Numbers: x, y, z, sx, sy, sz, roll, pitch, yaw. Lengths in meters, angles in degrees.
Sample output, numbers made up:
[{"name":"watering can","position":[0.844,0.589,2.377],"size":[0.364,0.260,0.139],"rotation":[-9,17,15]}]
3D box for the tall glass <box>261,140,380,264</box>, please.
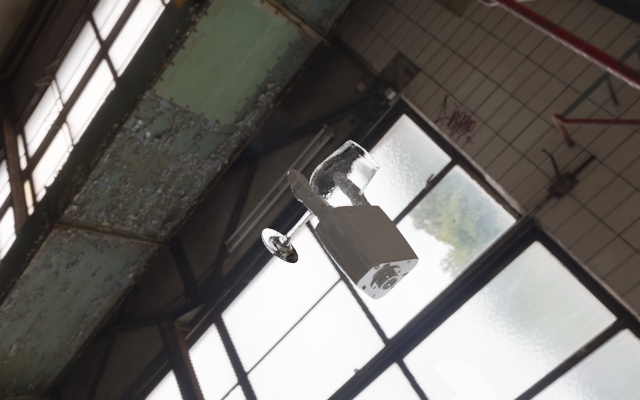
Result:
[{"name":"tall glass","position":[0.000,0.003,0.726],"size":[0.079,0.201,0.079],"rotation":[38,18,-14]}]
